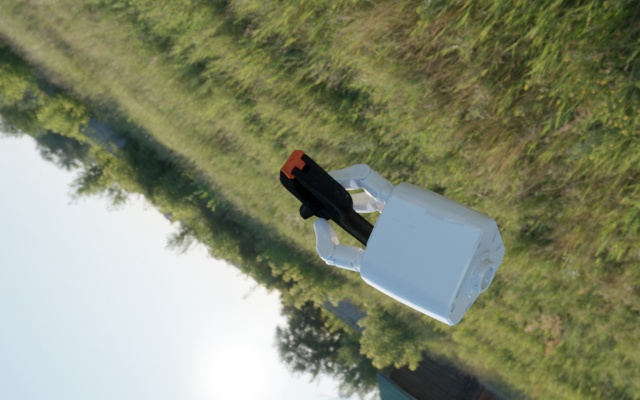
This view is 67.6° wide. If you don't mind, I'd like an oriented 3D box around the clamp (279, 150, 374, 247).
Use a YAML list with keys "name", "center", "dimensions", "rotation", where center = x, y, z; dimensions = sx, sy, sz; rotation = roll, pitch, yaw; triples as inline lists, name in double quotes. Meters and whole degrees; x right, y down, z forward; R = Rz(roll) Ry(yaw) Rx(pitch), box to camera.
- name: "clamp"
  center: [0.000, 0.002, 0.584]
  dimensions: [0.164, 0.036, 0.210]
  rotation: [22, -16, 38]
